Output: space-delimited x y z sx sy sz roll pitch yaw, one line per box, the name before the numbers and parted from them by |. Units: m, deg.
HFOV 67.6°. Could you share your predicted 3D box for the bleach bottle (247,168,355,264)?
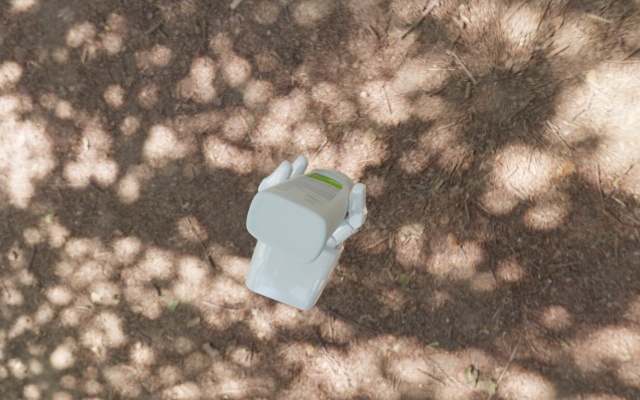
bleach bottle | 0.000 0.002 0.654 0.102 0.068 0.250 26 20 13
